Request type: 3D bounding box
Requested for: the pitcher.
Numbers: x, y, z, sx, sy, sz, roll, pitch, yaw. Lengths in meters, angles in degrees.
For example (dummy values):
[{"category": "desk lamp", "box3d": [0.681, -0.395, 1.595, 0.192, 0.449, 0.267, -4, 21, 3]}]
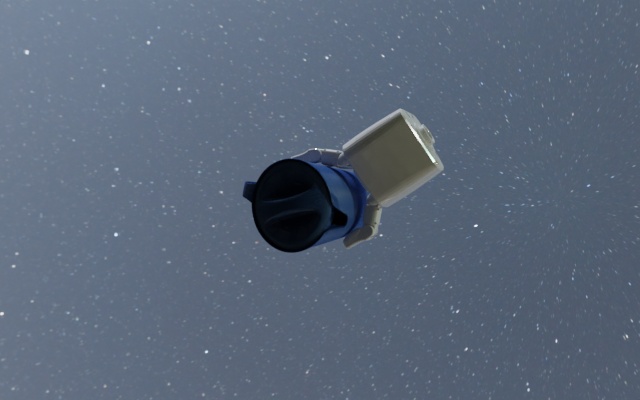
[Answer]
[{"category": "pitcher", "box3d": [0.000, 0.002, 0.777, 0.145, 0.149, 0.243, -35, -15, 23]}]
